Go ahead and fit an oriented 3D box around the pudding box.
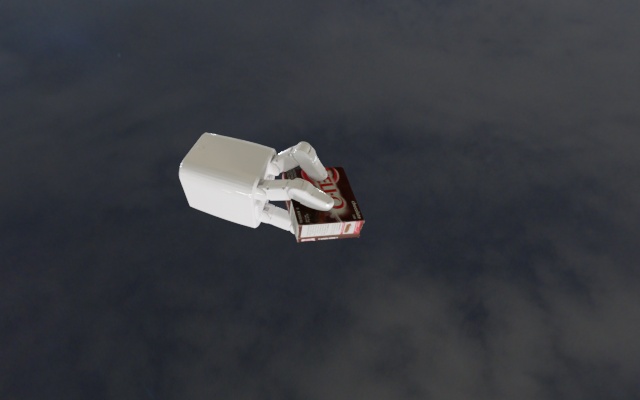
[{"bbox_3d":[0.000,0.002,0.654,0.090,0.113,0.039,-4,-43,-15],"label":"pudding box"}]
